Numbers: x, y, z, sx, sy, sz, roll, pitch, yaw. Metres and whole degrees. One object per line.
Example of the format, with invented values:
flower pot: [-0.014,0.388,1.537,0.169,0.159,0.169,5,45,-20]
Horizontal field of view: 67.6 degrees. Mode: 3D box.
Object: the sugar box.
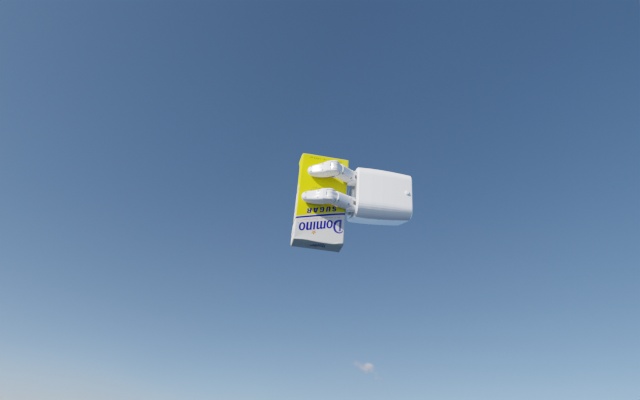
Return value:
sugar box: [0.000,0.003,0.889,0.093,0.176,0.048,8,-28,-7]
